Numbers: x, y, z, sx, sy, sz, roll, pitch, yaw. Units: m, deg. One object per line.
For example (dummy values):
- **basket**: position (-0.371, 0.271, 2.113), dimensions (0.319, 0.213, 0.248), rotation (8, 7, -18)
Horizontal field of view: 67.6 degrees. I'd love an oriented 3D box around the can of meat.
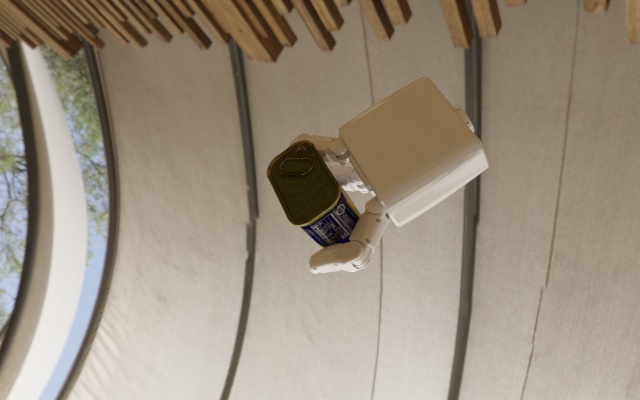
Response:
- **can of meat**: position (0.000, 0.002, 0.487), dimensions (0.057, 0.102, 0.084), rotation (-36, -43, 6)
